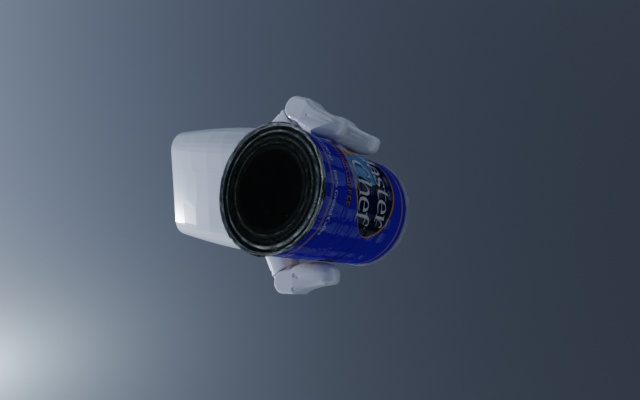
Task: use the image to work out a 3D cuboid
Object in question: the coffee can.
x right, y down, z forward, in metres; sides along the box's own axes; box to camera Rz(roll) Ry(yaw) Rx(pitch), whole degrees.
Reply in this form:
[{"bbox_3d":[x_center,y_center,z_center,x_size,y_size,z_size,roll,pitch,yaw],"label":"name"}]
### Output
[{"bbox_3d":[0.000,0.001,0.410,0.103,0.103,0.140,0,-9,35],"label":"coffee can"}]
